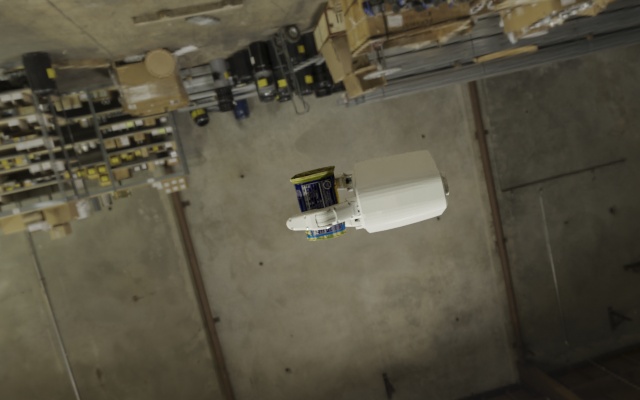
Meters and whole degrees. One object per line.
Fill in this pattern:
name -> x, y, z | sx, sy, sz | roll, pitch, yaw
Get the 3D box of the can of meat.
can of meat -> 0.000, 0.002, 0.638 | 0.057, 0.084, 0.102 | -13, 7, 4
